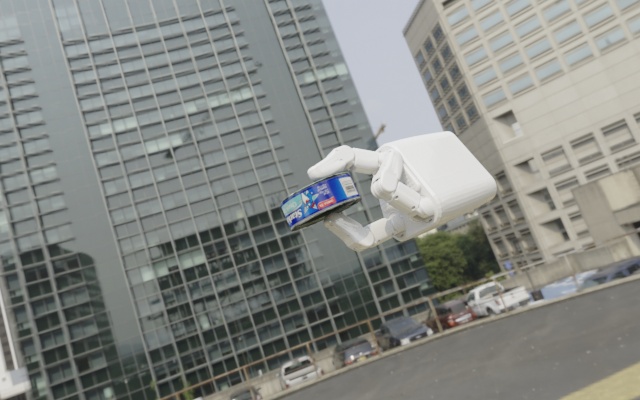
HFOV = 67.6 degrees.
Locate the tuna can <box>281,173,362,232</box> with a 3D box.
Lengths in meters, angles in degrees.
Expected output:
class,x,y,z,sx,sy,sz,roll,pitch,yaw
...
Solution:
class,x,y,z,sx,sy,sz,roll,pitch,yaw
tuna can,0.000,0.001,0.530,0.086,0.033,0.086,-24,-7,-3
